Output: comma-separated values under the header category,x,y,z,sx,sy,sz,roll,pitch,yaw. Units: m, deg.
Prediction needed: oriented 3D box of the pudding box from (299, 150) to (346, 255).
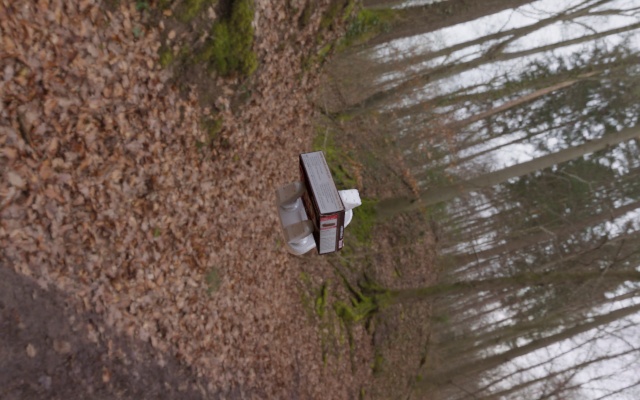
category,x,y,z,sx,sy,sz,roll,pitch,yaw
pudding box,0.000,0.002,0.646,0.039,0.113,0.090,-14,-38,-10
